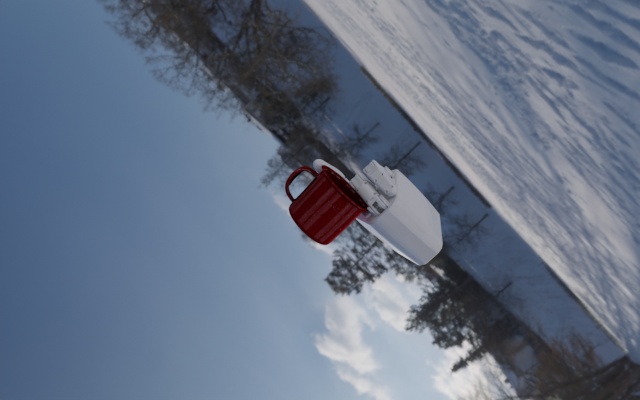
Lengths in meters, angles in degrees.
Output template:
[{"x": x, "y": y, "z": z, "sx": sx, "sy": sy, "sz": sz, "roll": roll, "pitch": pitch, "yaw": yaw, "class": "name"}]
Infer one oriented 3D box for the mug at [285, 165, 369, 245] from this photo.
[{"x": -0.001, "y": 0.001, "z": 0.683, "sx": 0.117, "sy": 0.081, "sz": 0.093, "roll": 41, "pitch": 13, "yaw": -15, "class": "mug"}]
